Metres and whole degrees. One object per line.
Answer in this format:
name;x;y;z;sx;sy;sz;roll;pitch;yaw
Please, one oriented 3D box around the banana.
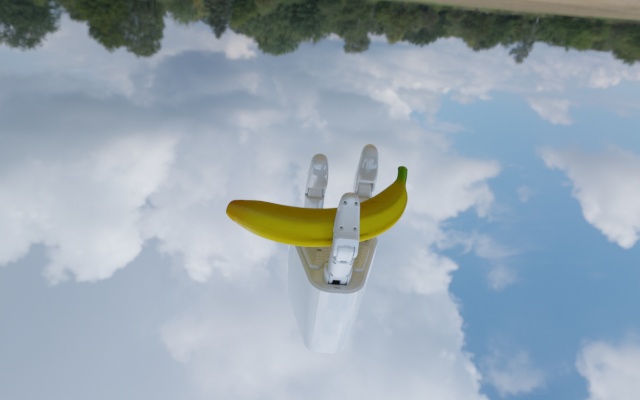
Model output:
banana;0.010;0.015;0.473;0.198;0.069;0.037;-11;-38;-19
